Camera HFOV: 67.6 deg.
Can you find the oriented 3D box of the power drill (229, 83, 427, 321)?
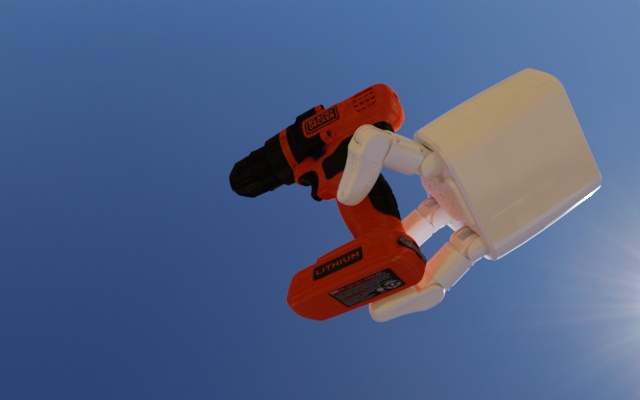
[{"bbox_3d":[0.000,0.002,0.411,0.184,0.187,0.057,-27,-38,21],"label":"power drill"}]
